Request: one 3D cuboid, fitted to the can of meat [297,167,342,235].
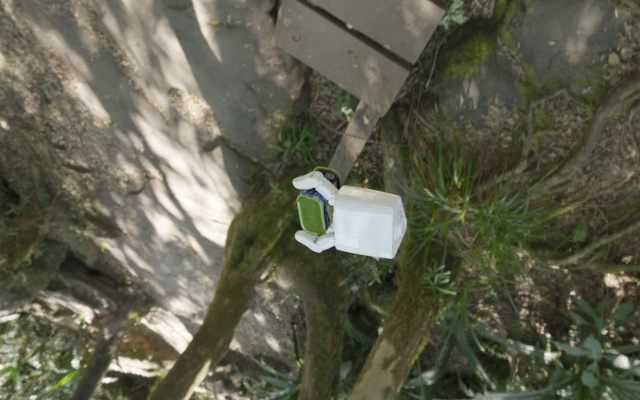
[{"bbox_3d":[0.000,0.003,0.892,0.057,0.102,0.084,12,45,22],"label":"can of meat"}]
